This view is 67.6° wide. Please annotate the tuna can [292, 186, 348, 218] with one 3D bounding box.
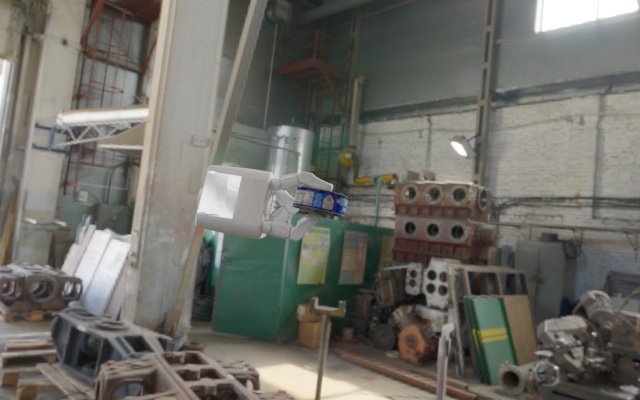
[{"bbox_3d":[0.000,0.002,0.763,0.086,0.034,0.086,12,-4,1],"label":"tuna can"}]
